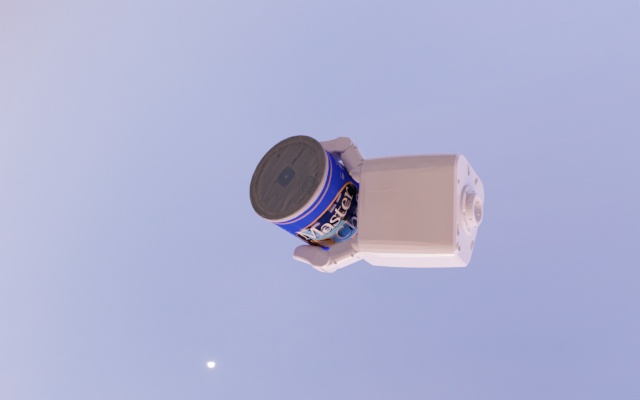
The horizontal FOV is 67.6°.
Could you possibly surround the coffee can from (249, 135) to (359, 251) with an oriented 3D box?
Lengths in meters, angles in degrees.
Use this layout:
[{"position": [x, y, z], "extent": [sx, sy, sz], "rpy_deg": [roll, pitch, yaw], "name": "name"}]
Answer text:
[{"position": [0.000, 0.002, 0.565], "extent": [0.103, 0.102, 0.140], "rpy_deg": [0, -24, 36], "name": "coffee can"}]
